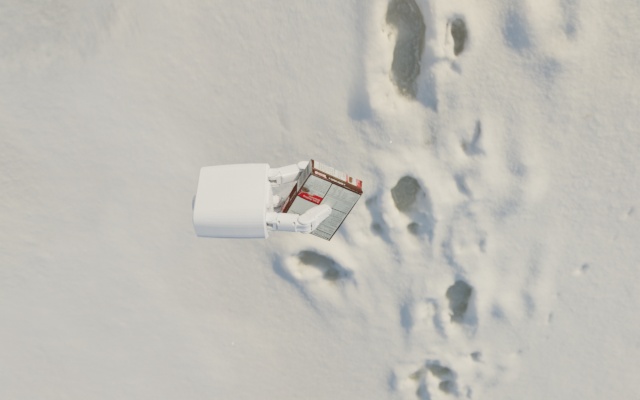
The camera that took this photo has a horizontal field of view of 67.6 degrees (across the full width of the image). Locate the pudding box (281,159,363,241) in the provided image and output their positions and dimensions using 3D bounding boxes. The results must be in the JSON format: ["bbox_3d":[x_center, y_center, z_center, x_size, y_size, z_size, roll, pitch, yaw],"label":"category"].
[{"bbox_3d":[0.000,0.003,0.737,0.090,0.113,0.039,22,37,-17],"label":"pudding box"}]
